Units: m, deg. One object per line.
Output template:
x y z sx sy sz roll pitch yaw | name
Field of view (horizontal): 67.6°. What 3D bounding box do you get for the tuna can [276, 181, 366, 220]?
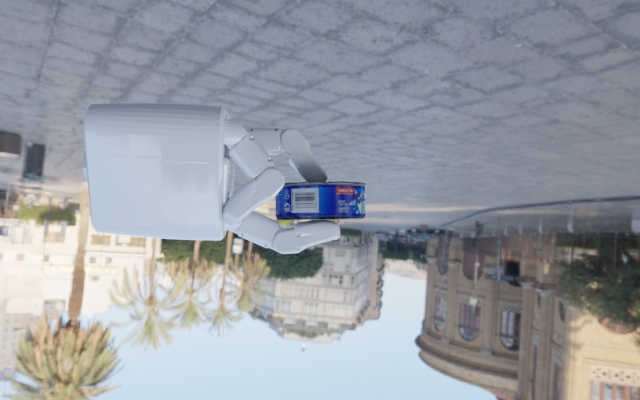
0.000 0.002 0.450 0.086 0.034 0.086 -1 -2 0 | tuna can
